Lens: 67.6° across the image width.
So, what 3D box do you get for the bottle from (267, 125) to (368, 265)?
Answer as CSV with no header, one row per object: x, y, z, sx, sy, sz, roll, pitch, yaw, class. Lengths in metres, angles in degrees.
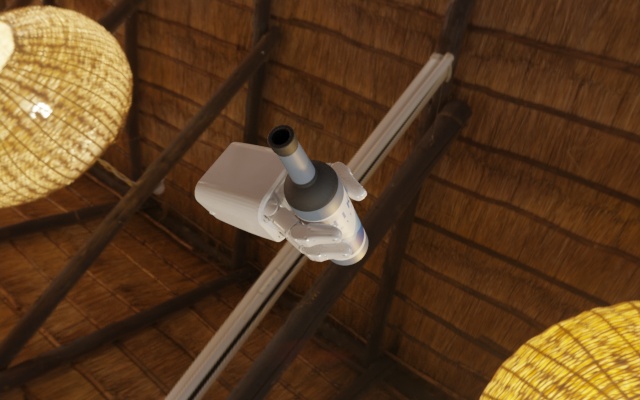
0.000,0.002,0.581,0.069,0.069,0.296,0,-25,17,bottle
